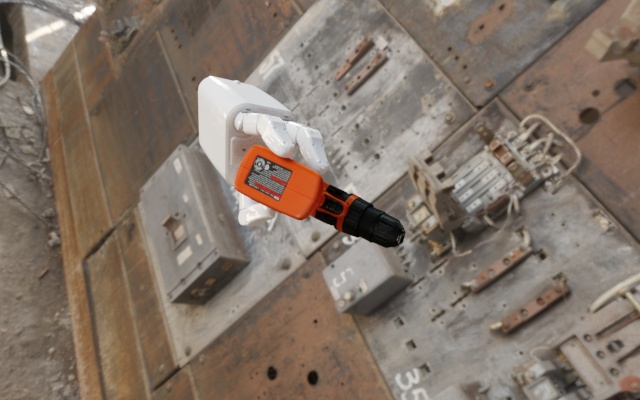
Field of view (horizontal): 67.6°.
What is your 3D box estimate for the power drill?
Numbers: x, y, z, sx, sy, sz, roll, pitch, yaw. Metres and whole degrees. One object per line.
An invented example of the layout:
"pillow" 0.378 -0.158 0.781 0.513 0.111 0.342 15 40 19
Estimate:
"power drill" 0.000 0.002 0.570 0.184 0.057 0.188 23 -1 25
